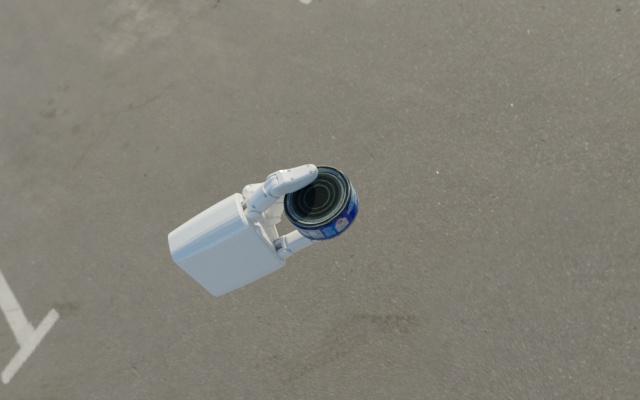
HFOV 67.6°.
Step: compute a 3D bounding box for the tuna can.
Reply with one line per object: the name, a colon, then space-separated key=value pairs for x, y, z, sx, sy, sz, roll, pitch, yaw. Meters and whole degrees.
tuna can: x=0.000 y=0.002 z=0.564 sx=0.086 sy=0.086 sz=0.034 roll=0 pitch=-29 yaw=23
